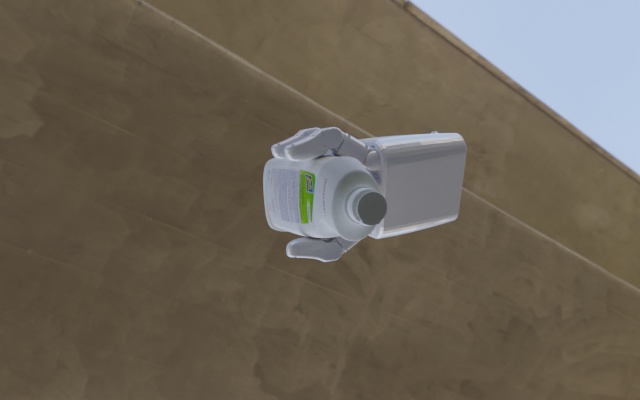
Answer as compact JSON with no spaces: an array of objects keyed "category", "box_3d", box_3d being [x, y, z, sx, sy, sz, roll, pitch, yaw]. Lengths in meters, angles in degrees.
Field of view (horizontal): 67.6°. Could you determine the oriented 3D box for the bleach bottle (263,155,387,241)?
[{"category":"bleach bottle","box_3d":[0.000,0.002,0.513,0.068,0.102,0.251,-8,9,-20]}]
